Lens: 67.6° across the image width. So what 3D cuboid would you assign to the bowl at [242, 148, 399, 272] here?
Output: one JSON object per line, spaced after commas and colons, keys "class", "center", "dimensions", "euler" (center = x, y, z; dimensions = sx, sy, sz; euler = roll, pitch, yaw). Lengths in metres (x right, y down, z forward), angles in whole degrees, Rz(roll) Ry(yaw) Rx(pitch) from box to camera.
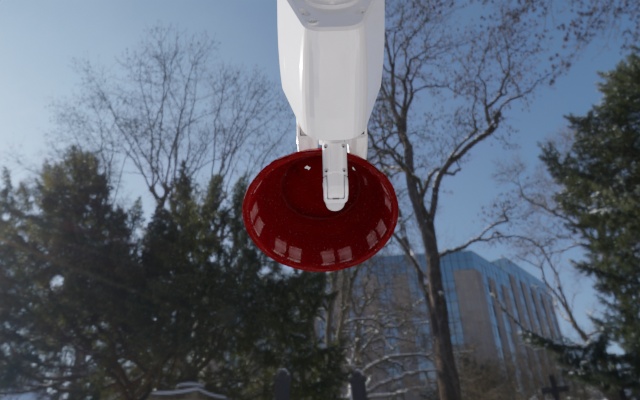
{"class": "bowl", "center": [0.000, 0.002, 0.516], "dimensions": [0.162, 0.162, 0.055], "euler": [0, 36, 0]}
